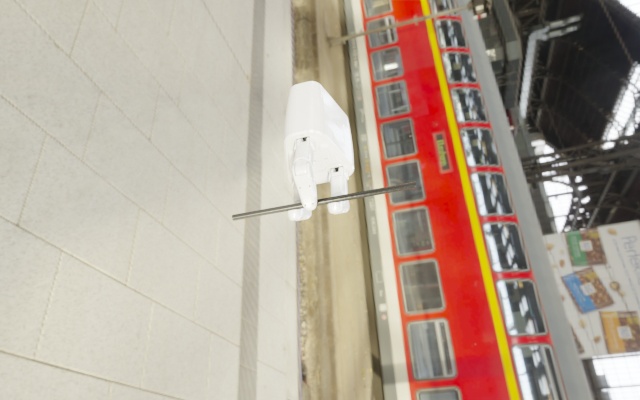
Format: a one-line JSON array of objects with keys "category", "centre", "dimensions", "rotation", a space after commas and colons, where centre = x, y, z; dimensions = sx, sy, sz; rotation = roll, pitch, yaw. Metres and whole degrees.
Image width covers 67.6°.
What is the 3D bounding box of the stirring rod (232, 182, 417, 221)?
[{"category": "stirring rod", "centre": [0.000, 0.002, 0.604], "dimensions": [0.239, 0.011, 0.011], "rotation": [-10, -2, 13]}]
